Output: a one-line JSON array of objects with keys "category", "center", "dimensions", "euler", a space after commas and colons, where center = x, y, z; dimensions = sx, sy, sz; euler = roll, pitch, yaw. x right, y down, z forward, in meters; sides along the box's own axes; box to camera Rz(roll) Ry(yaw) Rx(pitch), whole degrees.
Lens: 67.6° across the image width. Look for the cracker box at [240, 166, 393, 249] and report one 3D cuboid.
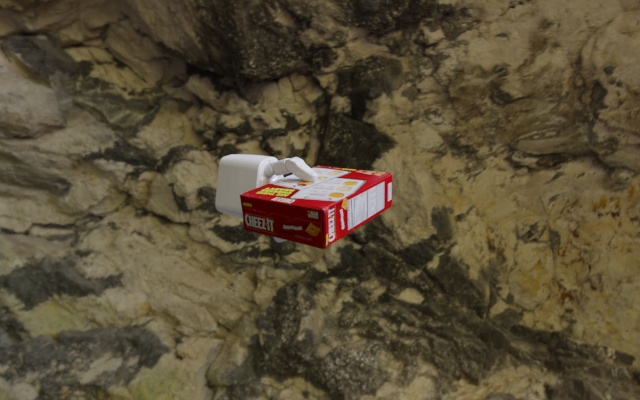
[{"category": "cracker box", "center": [0.000, 0.002, 0.798], "dimensions": [0.164, 0.072, 0.213], "euler": [9, 22, 34]}]
